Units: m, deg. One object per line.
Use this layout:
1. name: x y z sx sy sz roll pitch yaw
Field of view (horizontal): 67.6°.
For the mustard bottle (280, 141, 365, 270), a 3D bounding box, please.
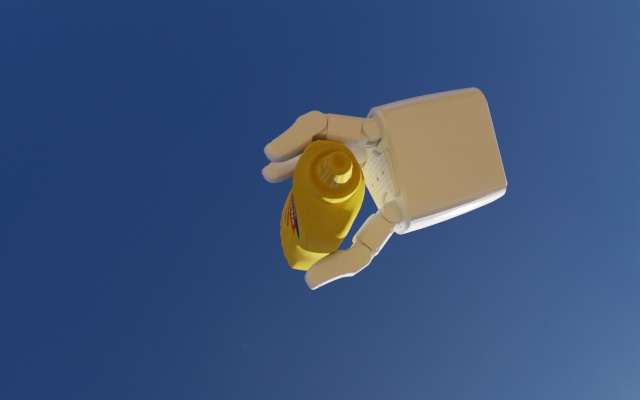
1. mustard bottle: 0.000 0.001 0.424 0.058 0.096 0.192 8 -18 -7
